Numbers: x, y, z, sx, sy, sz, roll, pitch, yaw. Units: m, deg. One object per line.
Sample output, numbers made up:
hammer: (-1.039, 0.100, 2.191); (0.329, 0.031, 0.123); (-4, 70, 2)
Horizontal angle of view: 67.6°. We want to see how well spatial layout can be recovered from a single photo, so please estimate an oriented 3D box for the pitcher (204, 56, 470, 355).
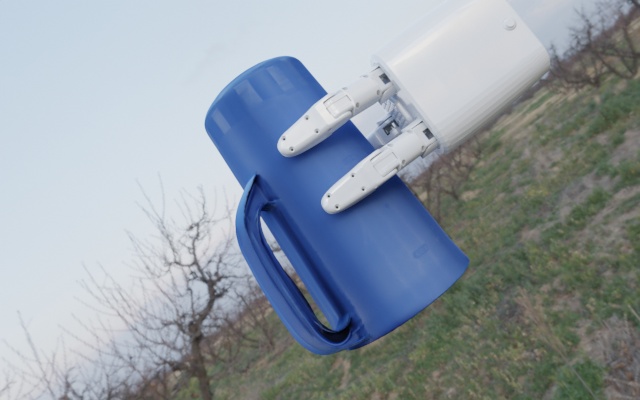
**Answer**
pitcher: (0.000, 0.001, 0.417); (0.145, 0.243, 0.149); (-37, -5, 4)
